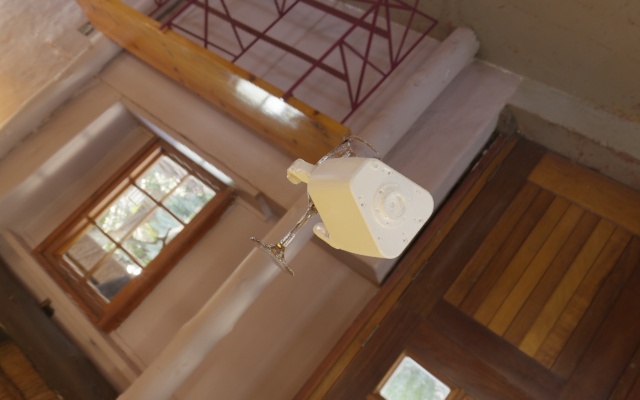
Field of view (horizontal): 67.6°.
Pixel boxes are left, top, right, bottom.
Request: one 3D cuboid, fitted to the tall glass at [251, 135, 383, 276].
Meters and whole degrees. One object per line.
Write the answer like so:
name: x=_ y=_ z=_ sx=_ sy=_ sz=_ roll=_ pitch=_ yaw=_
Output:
tall glass: x=0.000 y=0.003 z=0.649 sx=0.079 sy=0.201 sz=0.079 roll=38 pitch=-16 yaw=13
